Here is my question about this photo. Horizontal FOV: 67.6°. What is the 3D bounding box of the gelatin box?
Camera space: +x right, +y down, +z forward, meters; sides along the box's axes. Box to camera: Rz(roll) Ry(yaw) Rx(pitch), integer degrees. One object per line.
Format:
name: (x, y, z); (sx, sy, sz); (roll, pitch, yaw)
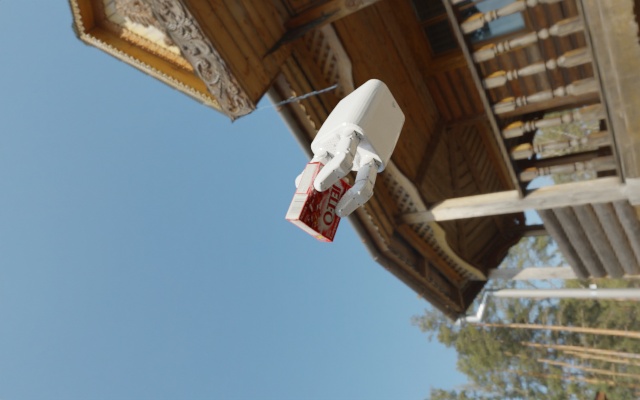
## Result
gelatin box: (0.000, 0.002, 0.655); (0.030, 0.089, 0.073); (1, -27, 46)
